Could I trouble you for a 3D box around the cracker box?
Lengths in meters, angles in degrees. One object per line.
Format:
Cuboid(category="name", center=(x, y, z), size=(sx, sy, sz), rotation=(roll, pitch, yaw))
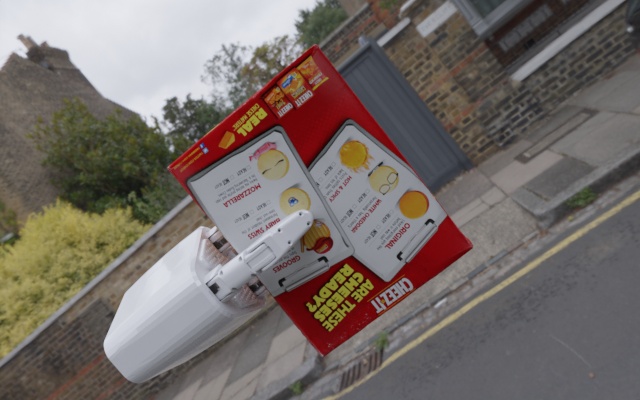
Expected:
Cuboid(category="cracker box", center=(0.000, 0.001, 0.428), size=(0.164, 0.214, 0.072), rotation=(-38, 5, 8))
